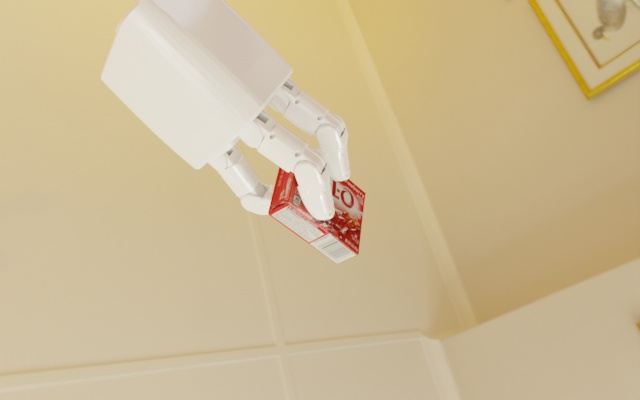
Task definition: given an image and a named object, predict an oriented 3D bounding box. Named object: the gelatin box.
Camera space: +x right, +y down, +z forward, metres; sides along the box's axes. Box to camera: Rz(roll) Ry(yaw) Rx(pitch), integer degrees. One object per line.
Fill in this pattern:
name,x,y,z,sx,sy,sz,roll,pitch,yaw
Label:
gelatin box,0.000,0.002,0.422,0.030,0.073,0.089,-27,-52,36
